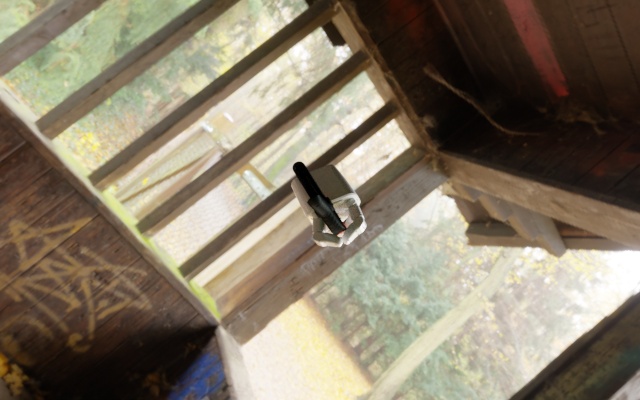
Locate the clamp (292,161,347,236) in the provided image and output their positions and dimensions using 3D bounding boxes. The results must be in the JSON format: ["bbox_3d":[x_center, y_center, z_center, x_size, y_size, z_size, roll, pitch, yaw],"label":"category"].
[{"bbox_3d":[0.001,0.003,0.899,0.039,0.120,0.172,-25,-38,7],"label":"clamp"}]
